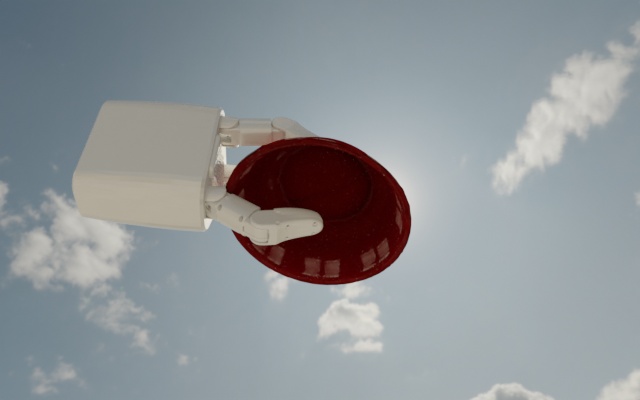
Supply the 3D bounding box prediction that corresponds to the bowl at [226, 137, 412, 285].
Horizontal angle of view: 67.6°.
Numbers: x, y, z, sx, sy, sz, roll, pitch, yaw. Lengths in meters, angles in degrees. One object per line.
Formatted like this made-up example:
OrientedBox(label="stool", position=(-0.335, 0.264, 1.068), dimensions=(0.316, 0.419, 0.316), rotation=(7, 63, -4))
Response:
OrientedBox(label="bowl", position=(0.001, 0.002, 0.427), dimensions=(0.162, 0.162, 0.055), rotation=(0, 38, 12))
